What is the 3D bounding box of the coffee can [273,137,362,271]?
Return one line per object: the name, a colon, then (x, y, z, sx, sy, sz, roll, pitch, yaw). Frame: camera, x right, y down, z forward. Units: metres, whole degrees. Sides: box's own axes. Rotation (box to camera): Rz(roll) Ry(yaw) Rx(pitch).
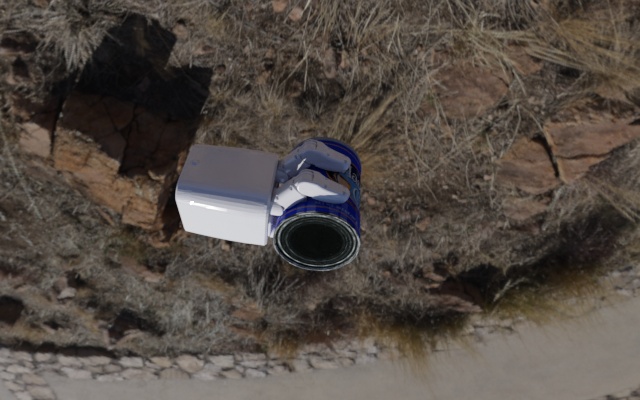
coffee can: (0.000, 0.002, 0.603, 0.103, 0.103, 0.140, 0, 44, 5)
